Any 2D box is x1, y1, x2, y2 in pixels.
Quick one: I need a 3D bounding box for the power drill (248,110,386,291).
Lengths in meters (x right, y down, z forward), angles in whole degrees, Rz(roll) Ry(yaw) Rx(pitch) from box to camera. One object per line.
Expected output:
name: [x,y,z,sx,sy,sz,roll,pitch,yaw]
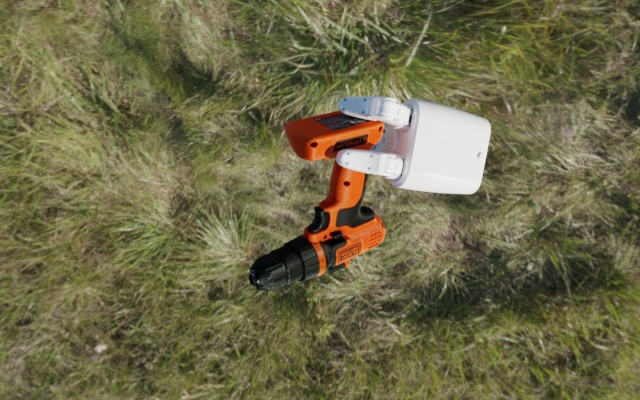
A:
power drill: [0.000,0.001,0.530,0.184,0.188,0.057,-21,40,-32]
